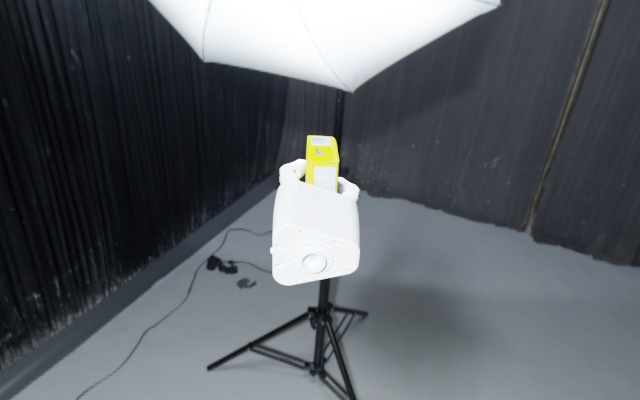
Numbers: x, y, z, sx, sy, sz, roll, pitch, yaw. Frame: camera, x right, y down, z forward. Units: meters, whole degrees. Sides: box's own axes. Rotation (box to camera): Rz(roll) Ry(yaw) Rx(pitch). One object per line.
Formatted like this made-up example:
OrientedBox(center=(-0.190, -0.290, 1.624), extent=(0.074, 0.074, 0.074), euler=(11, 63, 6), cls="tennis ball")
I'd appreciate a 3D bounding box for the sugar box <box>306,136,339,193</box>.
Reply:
OrientedBox(center=(0.000, 0.002, 0.706), extent=(0.048, 0.176, 0.093), euler=(2, 30, -4), cls="sugar box")
